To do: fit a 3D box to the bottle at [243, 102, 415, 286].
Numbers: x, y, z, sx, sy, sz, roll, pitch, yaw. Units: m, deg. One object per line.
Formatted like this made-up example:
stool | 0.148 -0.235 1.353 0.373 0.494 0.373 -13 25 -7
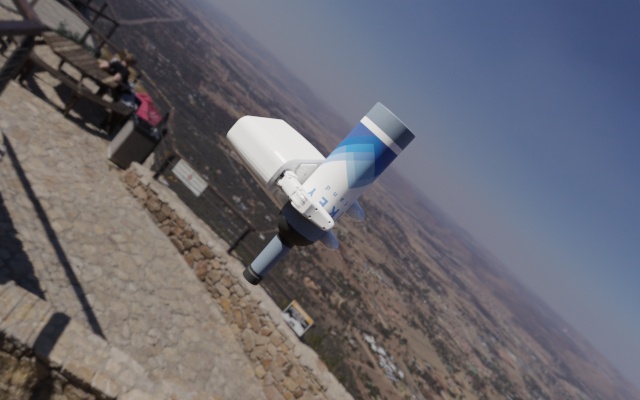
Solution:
bottle | 0.000 0.002 0.640 0.069 0.296 0.069 41 10 -8
